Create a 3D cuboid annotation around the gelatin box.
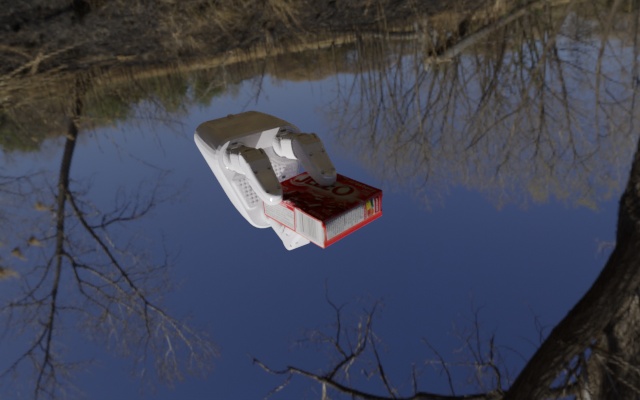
[{"bbox_3d":[0.000,0.002,0.437,0.073,0.030,0.089,-25,34,-34],"label":"gelatin box"}]
